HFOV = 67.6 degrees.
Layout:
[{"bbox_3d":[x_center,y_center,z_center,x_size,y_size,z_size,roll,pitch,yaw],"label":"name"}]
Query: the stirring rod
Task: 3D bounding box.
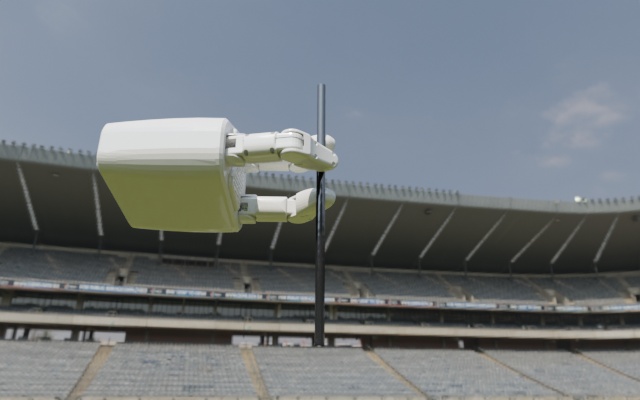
[{"bbox_3d":[0.000,0.001,0.417,0.011,0.239,0.011,0,-21,0],"label":"stirring rod"}]
